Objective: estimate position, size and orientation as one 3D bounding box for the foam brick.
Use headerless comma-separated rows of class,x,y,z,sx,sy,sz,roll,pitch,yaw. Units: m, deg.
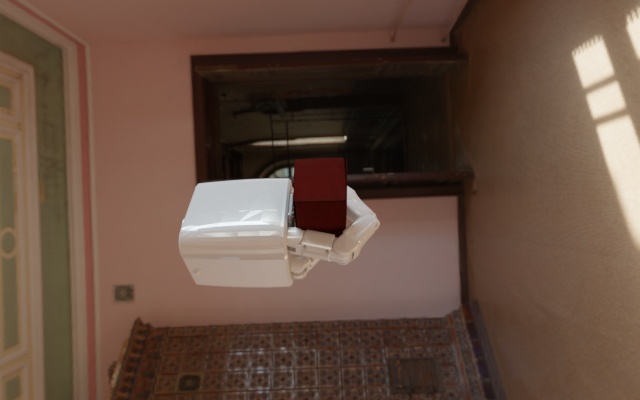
foam brick,0.000,0.001,0.477,0.051,0.053,0.078,0,-36,1
